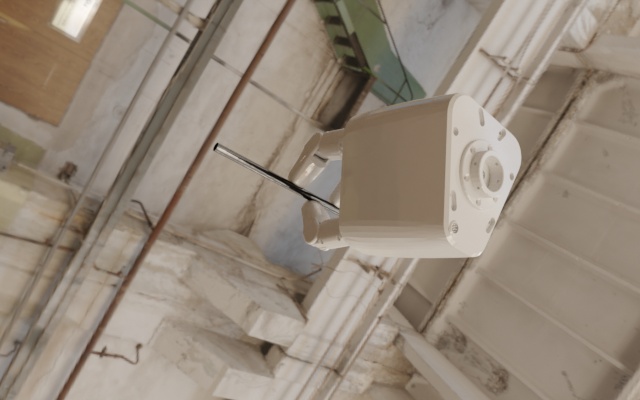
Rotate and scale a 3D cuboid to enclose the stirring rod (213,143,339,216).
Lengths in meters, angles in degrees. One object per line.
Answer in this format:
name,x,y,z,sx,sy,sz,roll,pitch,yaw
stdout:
stirring rod,0.000,0.002,0.471,0.239,0.011,0.011,28,-16,-33
